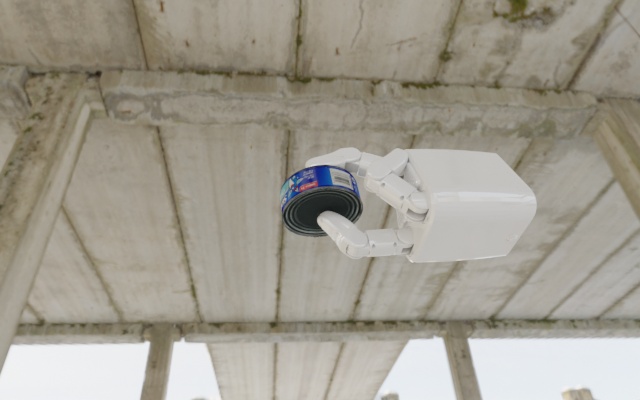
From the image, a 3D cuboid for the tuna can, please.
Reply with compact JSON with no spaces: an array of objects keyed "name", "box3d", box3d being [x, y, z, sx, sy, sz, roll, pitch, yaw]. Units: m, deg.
[{"name":"tuna can","box3d":[0.000,0.001,0.506,0.086,0.033,0.086,-7,-37,-5]}]
